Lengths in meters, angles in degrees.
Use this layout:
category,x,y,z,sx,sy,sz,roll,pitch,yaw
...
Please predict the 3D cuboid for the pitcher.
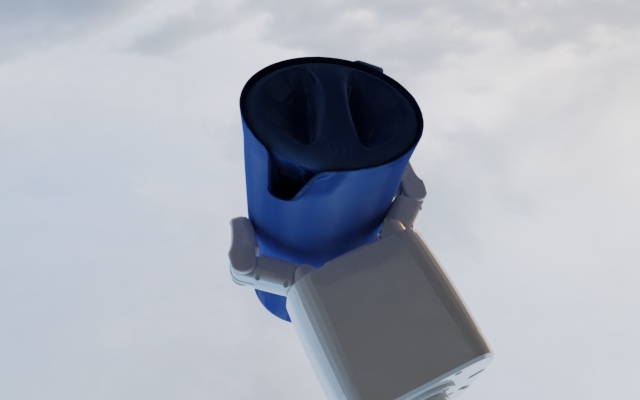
category,x,y,z,sx,sy,sz,roll,pitch,yaw
pitcher,0.000,0.002,0.433,0.149,0.145,0.243,-13,-38,-20
